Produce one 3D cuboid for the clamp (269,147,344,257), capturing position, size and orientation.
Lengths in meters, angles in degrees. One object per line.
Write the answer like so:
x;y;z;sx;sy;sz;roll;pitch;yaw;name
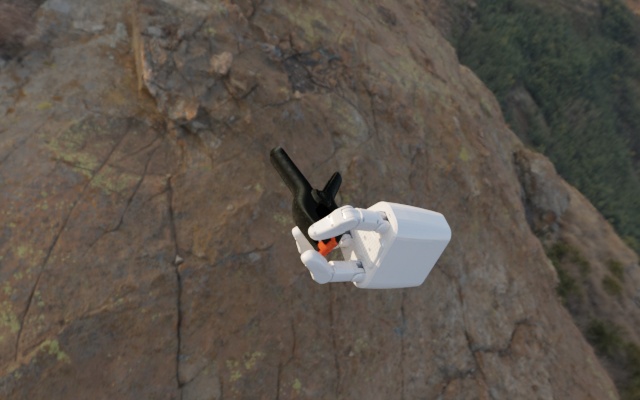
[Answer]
0.000;0.002;0.642;0.120;0.171;0.039;8;-44;-35;clamp
